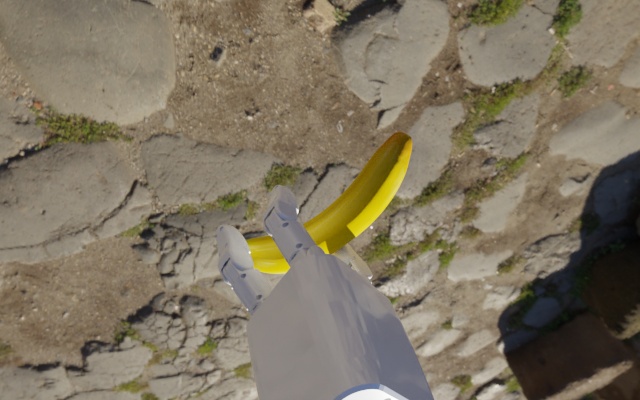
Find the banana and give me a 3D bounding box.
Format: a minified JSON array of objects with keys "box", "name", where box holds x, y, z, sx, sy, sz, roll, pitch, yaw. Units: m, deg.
[{"box":[0.006,0.015,0.430,0.198,0.070,0.037,-31,37,8],"name":"banana"}]
